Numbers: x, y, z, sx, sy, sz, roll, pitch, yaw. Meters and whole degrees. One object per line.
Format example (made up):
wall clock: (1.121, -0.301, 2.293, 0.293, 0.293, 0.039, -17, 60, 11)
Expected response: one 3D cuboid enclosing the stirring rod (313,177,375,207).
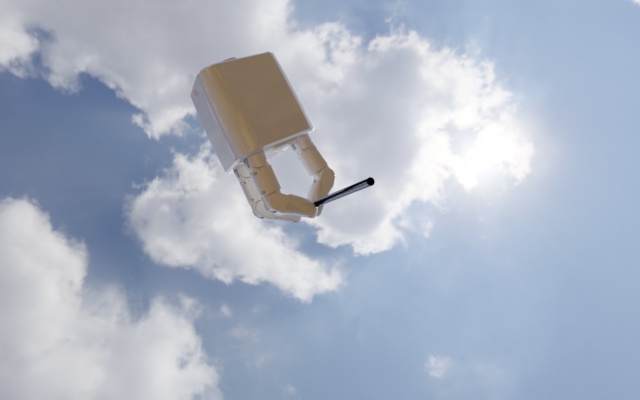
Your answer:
stirring rod: (0.000, 0.002, 0.524, 0.011, 0.011, 0.239, 0, -9, -21)
